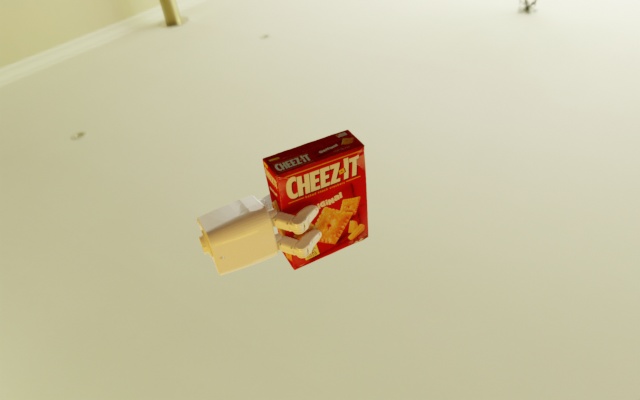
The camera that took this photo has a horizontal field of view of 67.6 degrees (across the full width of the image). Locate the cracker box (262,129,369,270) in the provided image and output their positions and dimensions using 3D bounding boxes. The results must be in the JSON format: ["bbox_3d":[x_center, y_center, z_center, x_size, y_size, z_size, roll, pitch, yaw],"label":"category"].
[{"bbox_3d":[0.000,0.003,0.848,0.164,0.214,0.072,-21,41,-18],"label":"cracker box"}]
